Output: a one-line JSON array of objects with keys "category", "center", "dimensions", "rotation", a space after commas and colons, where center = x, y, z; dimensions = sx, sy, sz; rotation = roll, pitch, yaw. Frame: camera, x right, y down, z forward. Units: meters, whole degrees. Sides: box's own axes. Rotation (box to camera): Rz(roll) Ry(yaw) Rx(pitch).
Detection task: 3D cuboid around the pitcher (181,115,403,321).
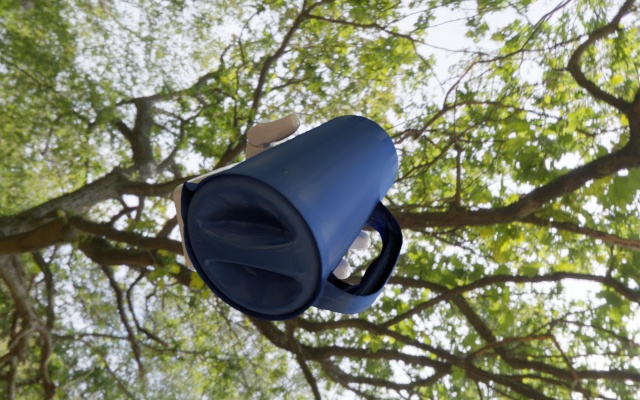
[{"category": "pitcher", "center": [0.000, 0.002, 0.469], "dimensions": [0.145, 0.149, 0.242], "rotation": [-13, 16, 33]}]
